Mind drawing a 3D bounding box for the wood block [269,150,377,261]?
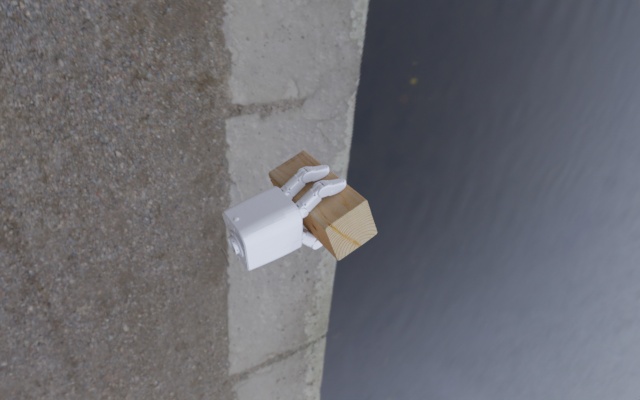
[{"bbox_3d":[0.000,0.003,0.878,0.090,0.091,0.206,-34,44,-13],"label":"wood block"}]
